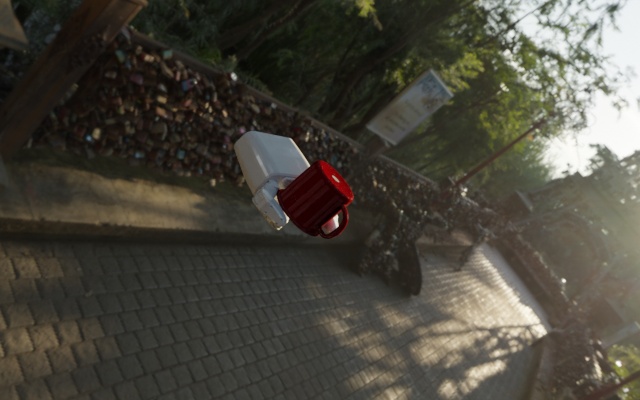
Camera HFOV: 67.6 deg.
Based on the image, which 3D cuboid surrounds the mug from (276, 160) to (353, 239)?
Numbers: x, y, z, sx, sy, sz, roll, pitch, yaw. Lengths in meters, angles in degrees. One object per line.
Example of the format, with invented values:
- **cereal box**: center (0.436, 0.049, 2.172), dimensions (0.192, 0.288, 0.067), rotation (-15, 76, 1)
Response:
- **mug**: center (0.001, 0.003, 0.713), dimensions (0.081, 0.117, 0.093), rotation (-41, -32, 17)
